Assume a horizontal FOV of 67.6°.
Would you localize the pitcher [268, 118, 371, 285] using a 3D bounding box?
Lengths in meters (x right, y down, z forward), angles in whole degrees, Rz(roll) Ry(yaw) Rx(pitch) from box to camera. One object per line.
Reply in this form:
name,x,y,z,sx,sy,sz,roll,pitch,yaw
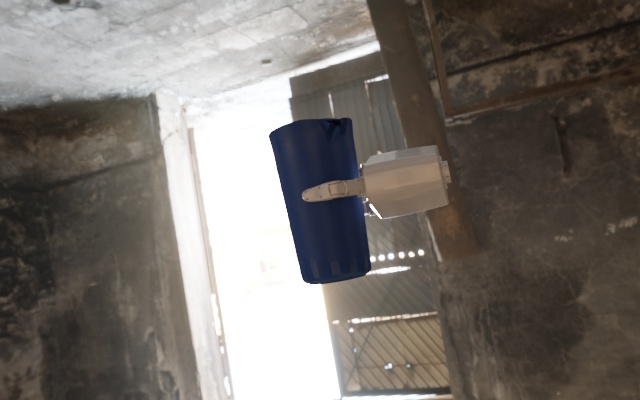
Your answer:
pitcher,0.000,0.002,0.742,0.145,0.243,0.149,-11,-5,15
